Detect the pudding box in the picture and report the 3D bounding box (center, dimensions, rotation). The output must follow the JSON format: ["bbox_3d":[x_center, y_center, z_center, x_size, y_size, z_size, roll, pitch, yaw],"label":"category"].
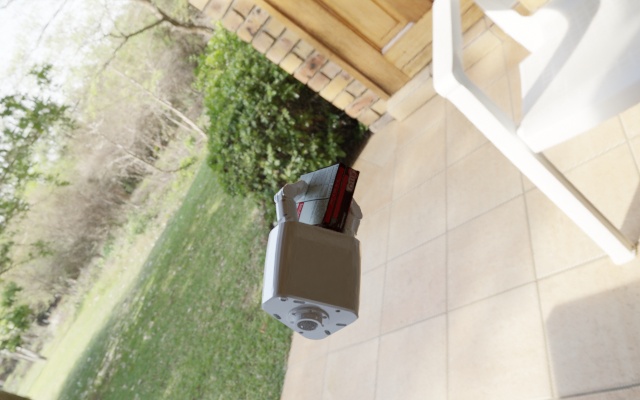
[{"bbox_3d":[0.000,0.002,0.655,0.039,0.090,0.113,27,-19,-27],"label":"pudding box"}]
